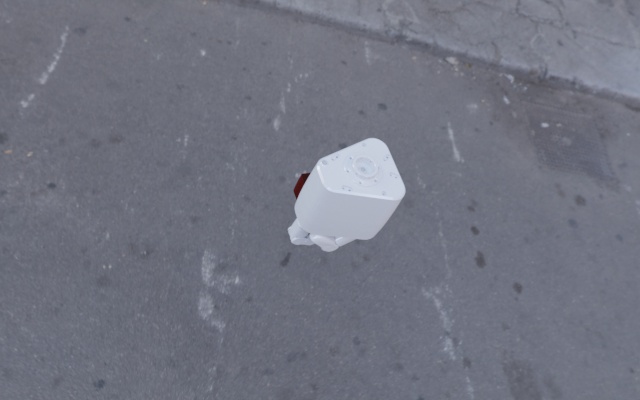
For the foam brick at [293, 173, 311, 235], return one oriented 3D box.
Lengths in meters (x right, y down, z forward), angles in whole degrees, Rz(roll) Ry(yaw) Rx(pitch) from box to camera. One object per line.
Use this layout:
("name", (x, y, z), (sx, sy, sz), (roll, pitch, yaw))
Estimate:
("foam brick", (0.000, 0.002, 0.693), (0.053, 0.078, 0.051), (-9, -27, -22))
